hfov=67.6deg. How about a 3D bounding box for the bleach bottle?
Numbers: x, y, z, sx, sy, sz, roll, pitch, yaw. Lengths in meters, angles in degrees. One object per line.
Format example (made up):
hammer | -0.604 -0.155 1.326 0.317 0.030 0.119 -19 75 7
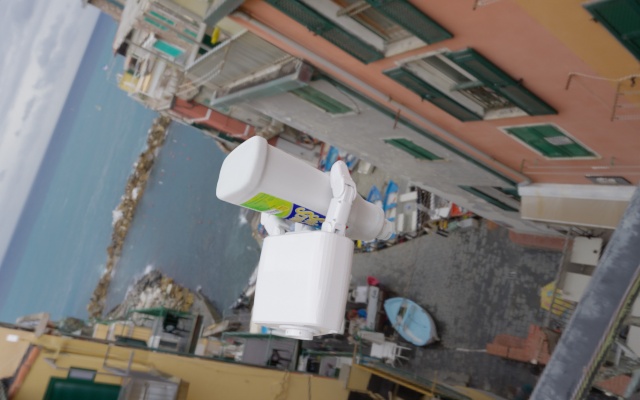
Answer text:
bleach bottle | 0.000 0.002 0.619 0.251 0.068 0.102 21 -24 -30
